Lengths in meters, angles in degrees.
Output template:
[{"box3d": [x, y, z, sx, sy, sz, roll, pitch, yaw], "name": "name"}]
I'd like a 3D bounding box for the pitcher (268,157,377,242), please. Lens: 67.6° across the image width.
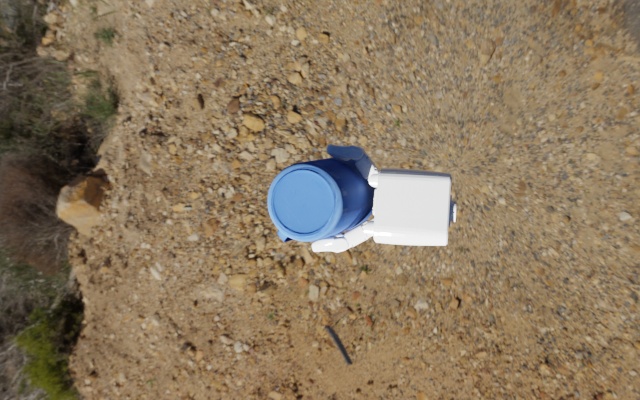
[{"box3d": [0.000, 0.002, 0.752, 0.145, 0.149, 0.243, 5, 5, 15], "name": "pitcher"}]
